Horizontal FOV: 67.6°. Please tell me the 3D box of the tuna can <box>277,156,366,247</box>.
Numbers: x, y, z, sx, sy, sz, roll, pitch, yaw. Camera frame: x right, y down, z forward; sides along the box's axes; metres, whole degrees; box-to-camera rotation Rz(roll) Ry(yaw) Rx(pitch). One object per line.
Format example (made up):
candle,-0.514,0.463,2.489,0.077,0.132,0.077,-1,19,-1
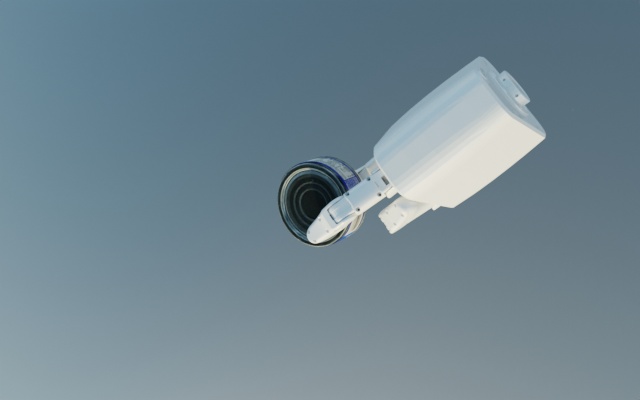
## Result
tuna can,0.000,0.002,0.468,0.086,0.086,0.033,0,13,32
